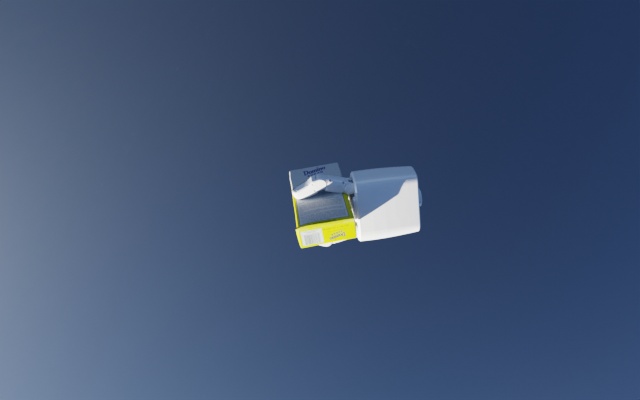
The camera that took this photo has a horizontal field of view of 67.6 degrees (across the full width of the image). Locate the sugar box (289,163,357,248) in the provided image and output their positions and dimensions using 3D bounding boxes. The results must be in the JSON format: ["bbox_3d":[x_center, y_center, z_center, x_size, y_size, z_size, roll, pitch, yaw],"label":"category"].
[{"bbox_3d":[0.000,0.003,0.811,0.093,0.048,0.176,-10,33,-1],"label":"sugar box"}]
